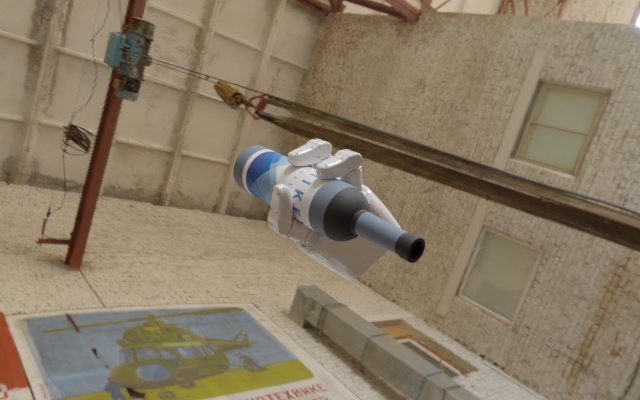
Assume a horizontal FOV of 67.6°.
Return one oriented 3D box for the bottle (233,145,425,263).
[{"bbox_3d":[0.000,0.002,0.570,0.069,0.069,0.295,0,19,-43],"label":"bottle"}]
